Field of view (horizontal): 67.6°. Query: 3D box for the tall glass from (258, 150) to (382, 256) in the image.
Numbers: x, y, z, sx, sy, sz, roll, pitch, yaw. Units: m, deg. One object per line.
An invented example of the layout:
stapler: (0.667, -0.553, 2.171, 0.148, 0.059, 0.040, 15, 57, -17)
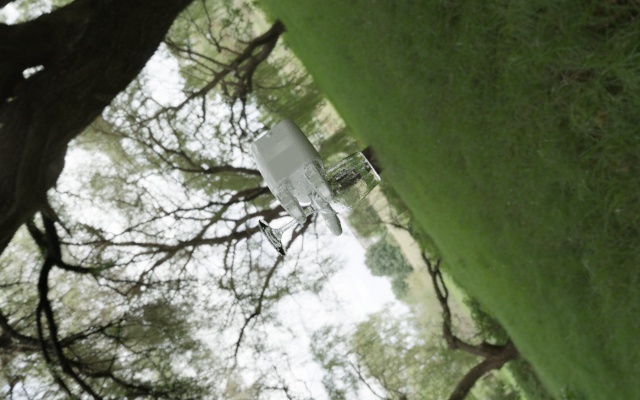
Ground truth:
tall glass: (0.000, 0.003, 0.774, 0.201, 0.079, 0.079, -36, -4, 6)
